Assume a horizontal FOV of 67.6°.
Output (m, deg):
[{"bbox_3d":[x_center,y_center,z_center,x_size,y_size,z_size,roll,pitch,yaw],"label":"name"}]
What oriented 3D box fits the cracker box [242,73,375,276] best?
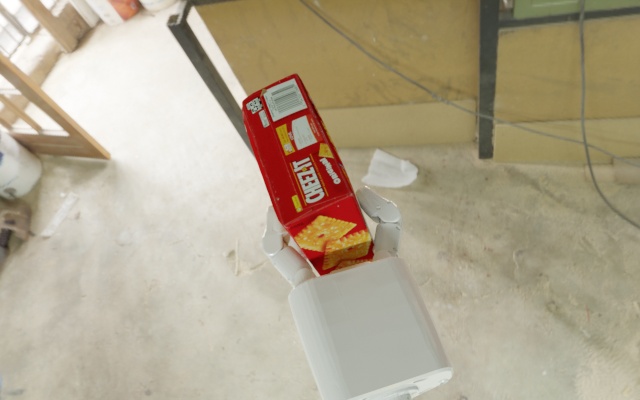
[{"bbox_3d":[0.000,0.002,0.508,0.072,0.164,0.214,-24,-35,2],"label":"cracker box"}]
